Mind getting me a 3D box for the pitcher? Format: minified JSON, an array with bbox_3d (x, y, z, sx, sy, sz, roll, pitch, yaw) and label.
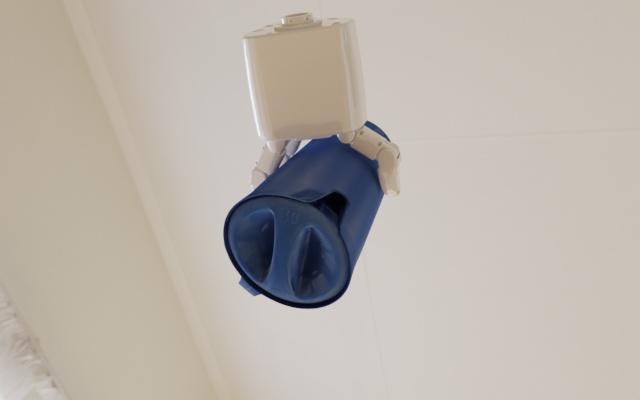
[{"bbox_3d":[0.000,0.002,0.547,0.149,0.145,0.242,3,30,23],"label":"pitcher"}]
